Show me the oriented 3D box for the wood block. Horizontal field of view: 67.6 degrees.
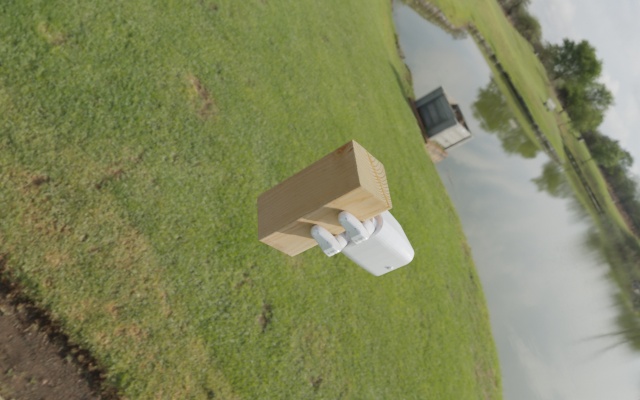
[{"bbox_3d":[0.000,0.002,0.778,0.206,0.090,0.090,-29,-41,29],"label":"wood block"}]
